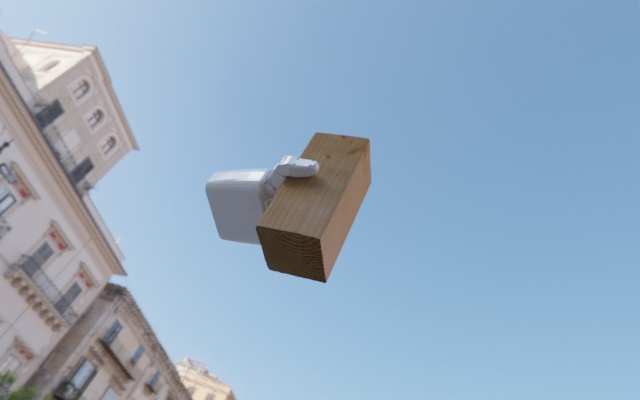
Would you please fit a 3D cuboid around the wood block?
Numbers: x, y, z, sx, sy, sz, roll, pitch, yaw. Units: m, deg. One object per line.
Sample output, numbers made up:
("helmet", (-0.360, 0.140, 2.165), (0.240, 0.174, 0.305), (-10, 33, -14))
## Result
("wood block", (0.000, 0.002, 0.678), (0.090, 0.091, 0.206), (10, 46, 19))
